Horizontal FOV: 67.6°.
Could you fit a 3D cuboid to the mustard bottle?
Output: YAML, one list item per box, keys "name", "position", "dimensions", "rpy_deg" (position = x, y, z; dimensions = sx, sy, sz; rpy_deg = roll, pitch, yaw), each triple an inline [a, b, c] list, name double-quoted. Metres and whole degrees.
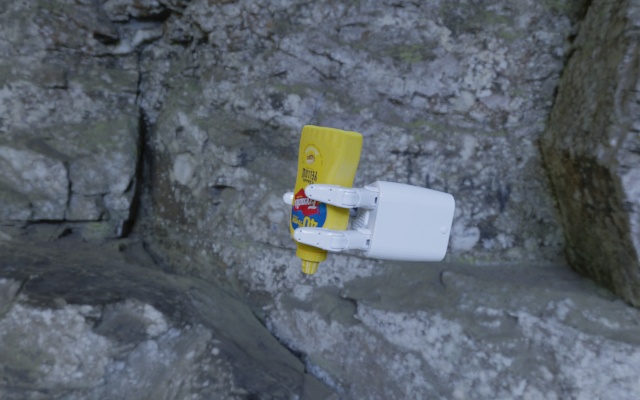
- name: "mustard bottle"
  position: [0.000, 0.002, 0.621]
  dimensions: [0.058, 0.191, 0.096]
  rpy_deg: [3, 10, -38]
